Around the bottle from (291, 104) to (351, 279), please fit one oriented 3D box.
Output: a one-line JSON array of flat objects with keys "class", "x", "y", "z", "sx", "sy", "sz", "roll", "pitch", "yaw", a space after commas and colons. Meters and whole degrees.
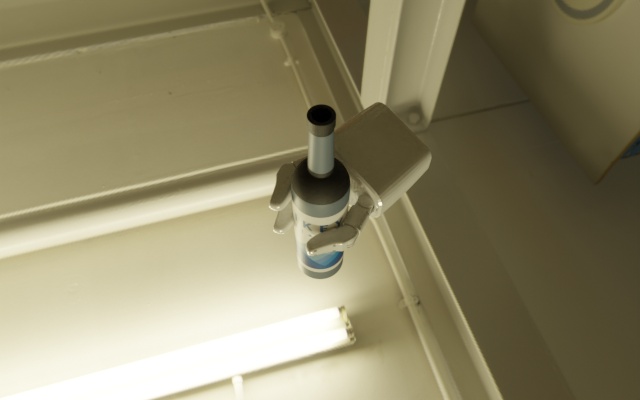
[{"class": "bottle", "x": 0.000, "y": 0.002, "z": 0.562, "sx": 0.069, "sy": 0.069, "sz": 0.296, "roll": 0, "pitch": -33, "yaw": 0}]
